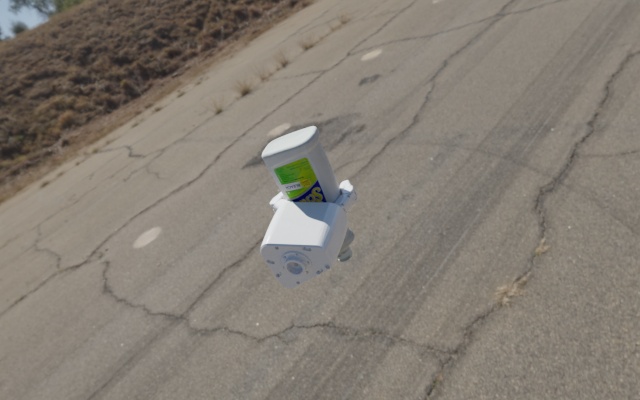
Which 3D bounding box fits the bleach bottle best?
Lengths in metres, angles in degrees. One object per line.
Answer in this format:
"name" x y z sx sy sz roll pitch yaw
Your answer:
"bleach bottle" 0.000 0.003 0.823 0.102 0.251 0.068 -15 29 25
